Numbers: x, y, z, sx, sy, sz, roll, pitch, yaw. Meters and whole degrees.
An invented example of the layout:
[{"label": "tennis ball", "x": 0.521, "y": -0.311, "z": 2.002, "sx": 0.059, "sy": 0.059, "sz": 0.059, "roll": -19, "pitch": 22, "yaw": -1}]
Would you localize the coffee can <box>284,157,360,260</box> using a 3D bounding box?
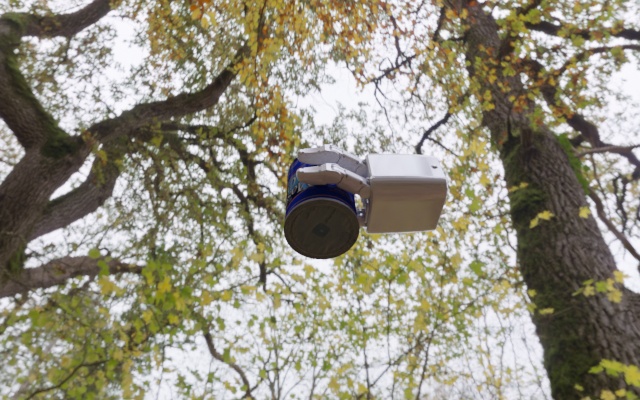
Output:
[{"label": "coffee can", "x": 0.000, "y": 0.002, "z": 0.699, "sx": 0.103, "sy": 0.103, "sz": 0.140, "roll": 0, "pitch": 35, "yaw": -1}]
